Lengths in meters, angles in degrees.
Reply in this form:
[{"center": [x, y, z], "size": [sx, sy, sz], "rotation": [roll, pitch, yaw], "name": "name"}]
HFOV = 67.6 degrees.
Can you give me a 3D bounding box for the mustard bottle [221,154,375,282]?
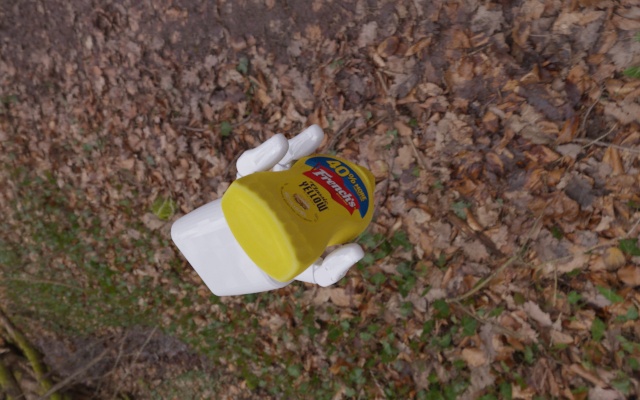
[{"center": [0.000, 0.001, 0.471], "size": [0.191, 0.096, 0.058], "rotation": [-26, -19, -51], "name": "mustard bottle"}]
